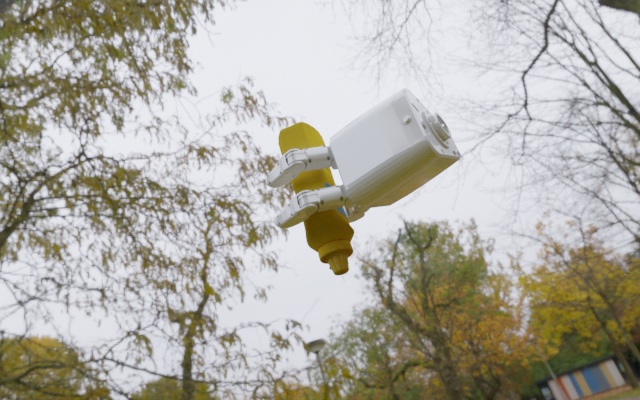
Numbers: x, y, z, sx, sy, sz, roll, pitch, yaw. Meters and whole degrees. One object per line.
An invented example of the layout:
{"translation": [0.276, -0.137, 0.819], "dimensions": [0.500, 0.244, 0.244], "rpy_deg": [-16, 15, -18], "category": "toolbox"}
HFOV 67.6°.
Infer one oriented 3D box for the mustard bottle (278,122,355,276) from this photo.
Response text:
{"translation": [0.000, 0.002, 0.592], "dimensions": [0.058, 0.191, 0.096], "rpy_deg": [-21, -28, 6], "category": "mustard bottle"}
